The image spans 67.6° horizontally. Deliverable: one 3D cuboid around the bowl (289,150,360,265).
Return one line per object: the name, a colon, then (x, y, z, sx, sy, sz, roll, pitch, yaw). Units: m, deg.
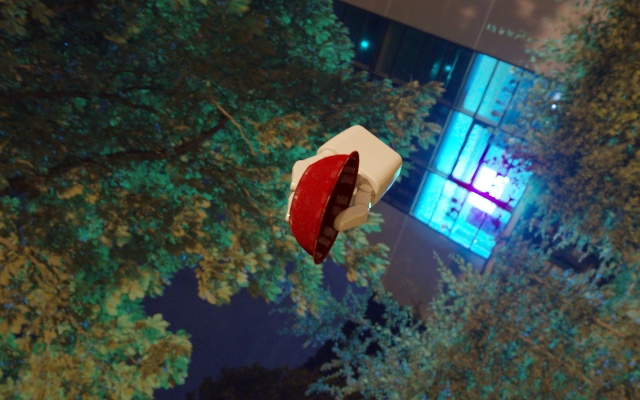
bowl: (-0.001, 0.002, 0.643, 0.055, 0.162, 0.162, 19, 4, 12)
